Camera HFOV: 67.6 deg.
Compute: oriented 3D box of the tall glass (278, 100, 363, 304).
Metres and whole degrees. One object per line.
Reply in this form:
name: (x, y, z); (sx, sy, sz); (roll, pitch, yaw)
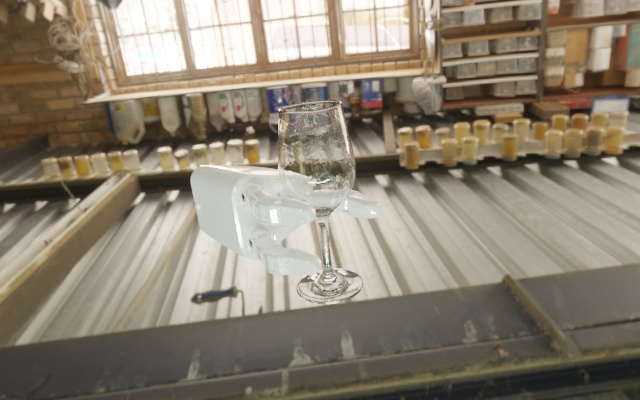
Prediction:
tall glass: (0.000, 0.002, 0.495); (0.079, 0.201, 0.079); (-5, 20, 2)
